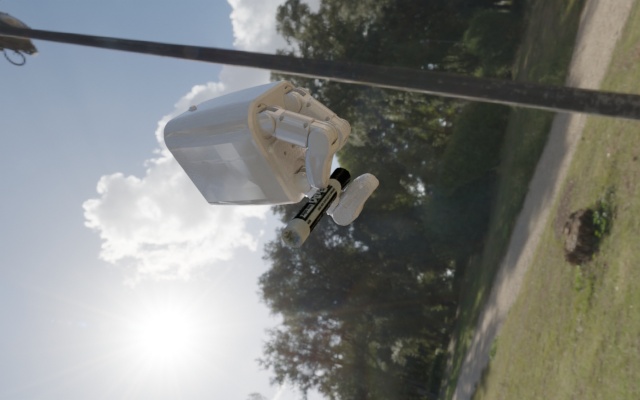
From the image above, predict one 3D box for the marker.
[{"bbox_3d":[0.000,0.001,0.420,0.020,0.020,0.121,0,28,25],"label":"marker"}]
